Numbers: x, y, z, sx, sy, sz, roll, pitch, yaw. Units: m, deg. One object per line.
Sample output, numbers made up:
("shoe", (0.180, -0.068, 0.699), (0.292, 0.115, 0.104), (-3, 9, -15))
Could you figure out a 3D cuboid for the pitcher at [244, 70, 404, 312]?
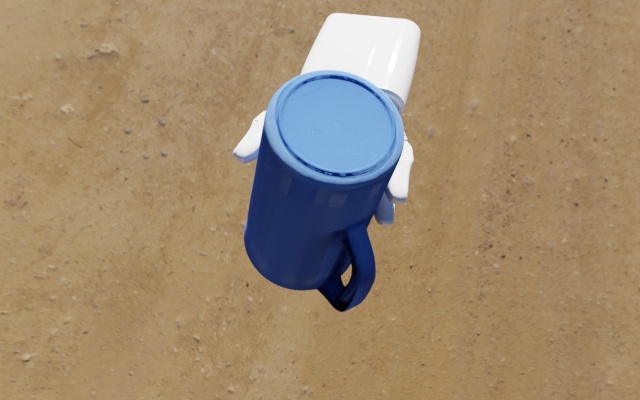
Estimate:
("pitcher", (0.000, 0.001, 0.456), (0.149, 0.145, 0.243), (20, -26, 0))
